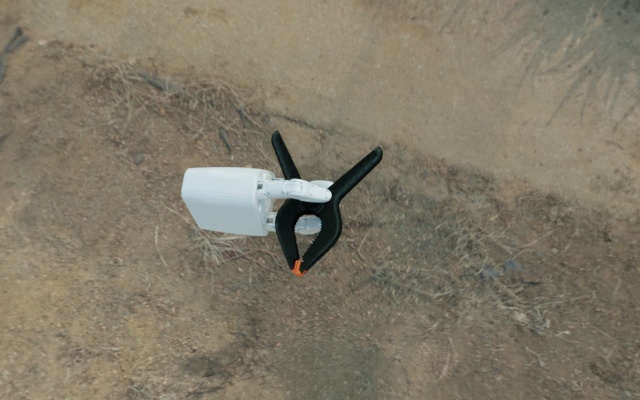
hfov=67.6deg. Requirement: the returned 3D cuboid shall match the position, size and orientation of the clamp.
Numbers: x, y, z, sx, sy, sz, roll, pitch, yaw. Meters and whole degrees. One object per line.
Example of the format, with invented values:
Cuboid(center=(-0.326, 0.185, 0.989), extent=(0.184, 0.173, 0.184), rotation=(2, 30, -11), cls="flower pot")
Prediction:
Cuboid(center=(0.000, 0.002, 0.669), extent=(0.164, 0.210, 0.036), rotation=(3, -16, 8), cls="clamp")
